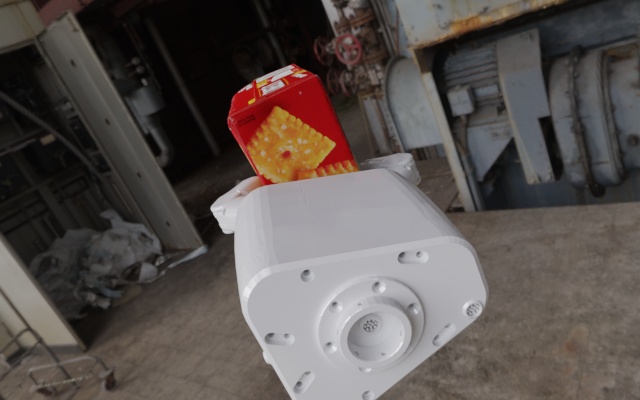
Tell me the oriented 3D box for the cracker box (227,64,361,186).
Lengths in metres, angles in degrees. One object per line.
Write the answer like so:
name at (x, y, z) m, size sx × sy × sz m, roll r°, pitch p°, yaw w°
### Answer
cracker box at (0.000, 0.001, 0.400) m, size 0.072 × 0.214 × 0.164 m, roll -25°, pitch 20°, yaw 0°
